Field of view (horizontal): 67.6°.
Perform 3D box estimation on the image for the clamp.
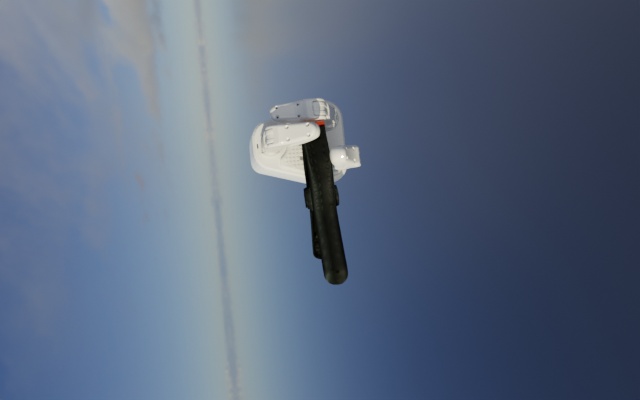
[{"bbox_3d":[-0.001,0.002,0.533,0.039,0.171,0.120,-6,-1,-12],"label":"clamp"}]
